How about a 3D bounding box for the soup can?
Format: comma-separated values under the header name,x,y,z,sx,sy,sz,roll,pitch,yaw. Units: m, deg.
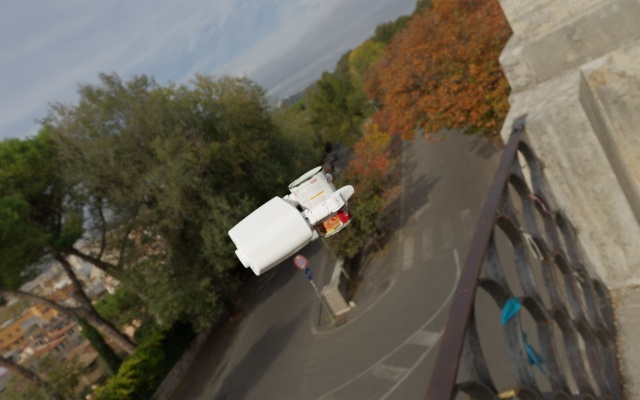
name,x,y,z,sx,sy,sz,roll,pitch,yaw
soup can,0.000,0.002,0.808,0.068,0.102,0.068,-31,10,6
